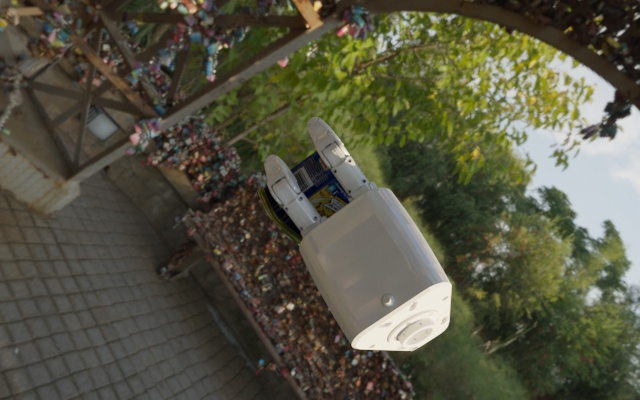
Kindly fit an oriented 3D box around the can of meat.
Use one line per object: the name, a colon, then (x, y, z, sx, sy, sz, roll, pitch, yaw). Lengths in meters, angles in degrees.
can of meat: (0.000, 0.001, 0.492, 0.084, 0.057, 0.102, -35, -41, 8)
